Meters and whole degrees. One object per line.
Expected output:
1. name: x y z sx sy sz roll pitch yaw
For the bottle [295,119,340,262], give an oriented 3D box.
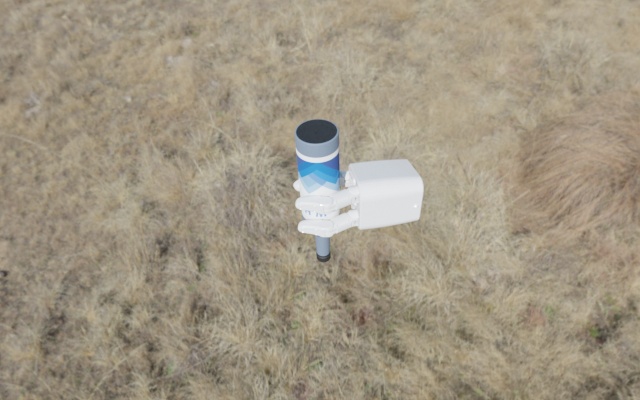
1. bottle: 0.000 0.002 0.814 0.069 0.296 0.069 -2 44 2
